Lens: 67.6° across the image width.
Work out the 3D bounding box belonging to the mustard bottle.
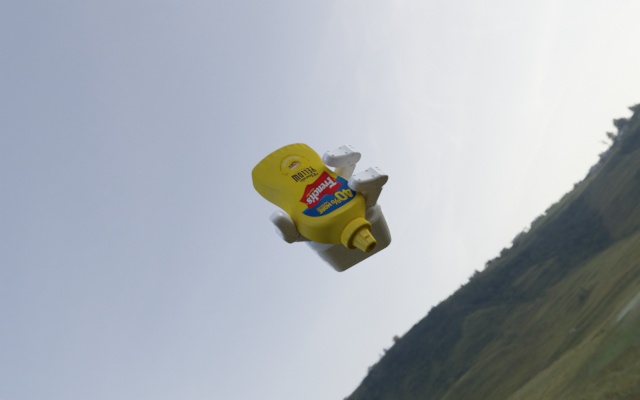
[{"bbox_3d":[0.000,0.002,0.616,0.096,0.058,0.191,-30,53,-26],"label":"mustard bottle"}]
